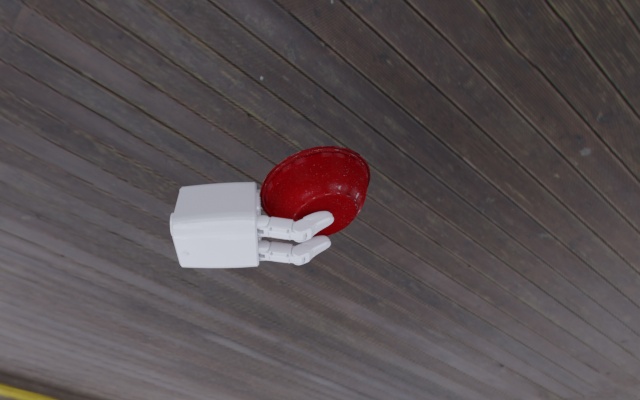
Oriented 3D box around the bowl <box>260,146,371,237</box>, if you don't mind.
[{"bbox_3d":[0.001,0.002,0.659,0.162,0.055,0.162,-12,-39,-10],"label":"bowl"}]
